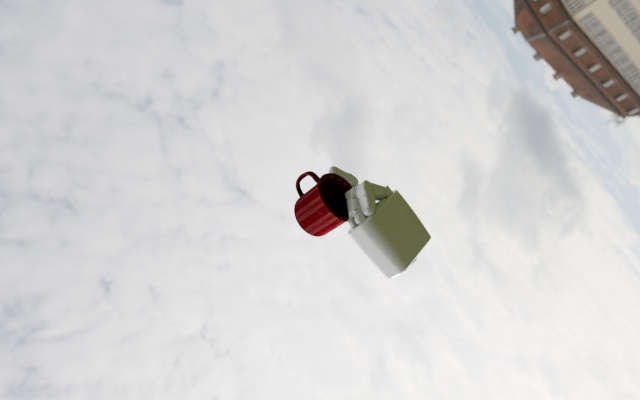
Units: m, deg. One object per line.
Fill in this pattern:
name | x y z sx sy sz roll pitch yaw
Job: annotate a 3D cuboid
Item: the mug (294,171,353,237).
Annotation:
mug | -0.001 0.002 0.828 0.081 0.117 0.093 -36 6 39
